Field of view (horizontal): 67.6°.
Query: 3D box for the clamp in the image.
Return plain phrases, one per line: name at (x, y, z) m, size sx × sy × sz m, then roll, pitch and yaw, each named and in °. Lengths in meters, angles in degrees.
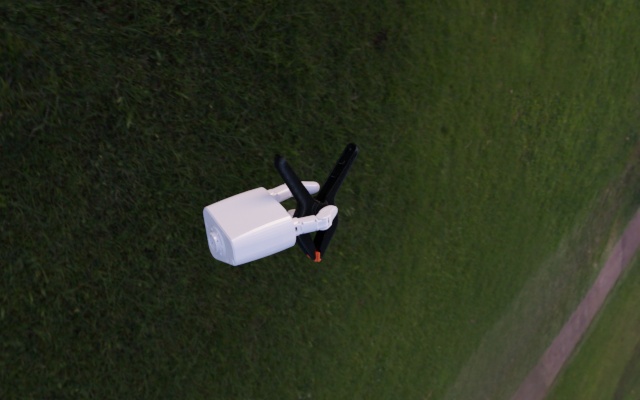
clamp at (0.000, 0.003, 0.815) m, size 0.164 × 0.210 × 0.036 m, roll -19°, pitch 29°, yaw -31°
